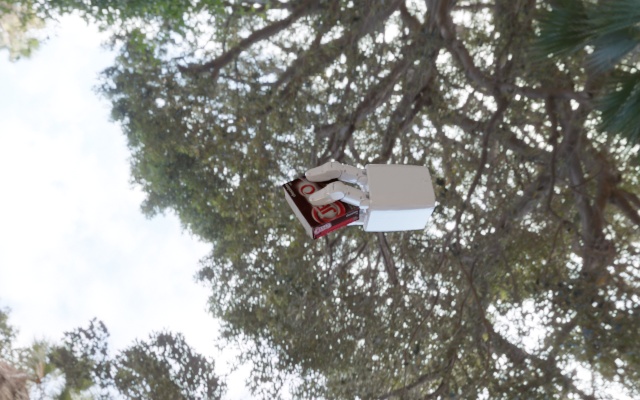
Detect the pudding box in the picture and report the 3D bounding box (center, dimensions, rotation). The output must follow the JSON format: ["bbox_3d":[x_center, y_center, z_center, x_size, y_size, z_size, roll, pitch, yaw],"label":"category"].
[{"bbox_3d":[0.000,0.003,0.797,0.090,0.039,0.113,-23,50,-19],"label":"pudding box"}]
